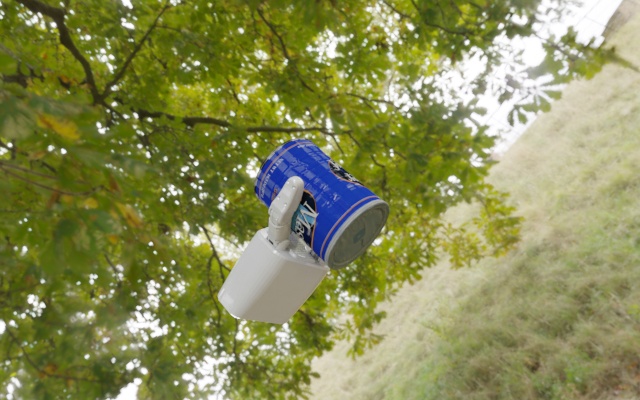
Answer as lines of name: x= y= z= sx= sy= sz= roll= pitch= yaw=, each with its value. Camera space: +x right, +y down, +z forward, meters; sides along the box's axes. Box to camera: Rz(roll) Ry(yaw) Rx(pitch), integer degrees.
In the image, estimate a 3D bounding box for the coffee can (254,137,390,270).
coffee can: x=0.000 y=0.002 z=0.595 sx=0.140 sy=0.103 sz=0.103 roll=42 pitch=21 yaw=26
